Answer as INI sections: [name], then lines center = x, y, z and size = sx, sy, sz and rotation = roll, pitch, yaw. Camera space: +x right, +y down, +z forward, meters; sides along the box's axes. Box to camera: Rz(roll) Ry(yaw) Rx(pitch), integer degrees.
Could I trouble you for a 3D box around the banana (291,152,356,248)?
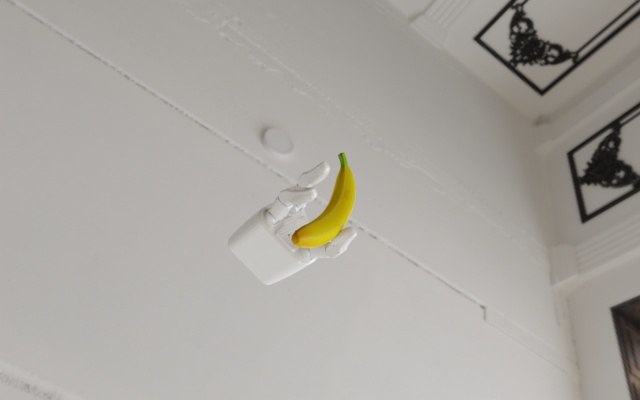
[banana]
center = 0.013, 0.013, 0.691
size = 0.037, 0.070, 0.197
rotation = -26, 25, 38
